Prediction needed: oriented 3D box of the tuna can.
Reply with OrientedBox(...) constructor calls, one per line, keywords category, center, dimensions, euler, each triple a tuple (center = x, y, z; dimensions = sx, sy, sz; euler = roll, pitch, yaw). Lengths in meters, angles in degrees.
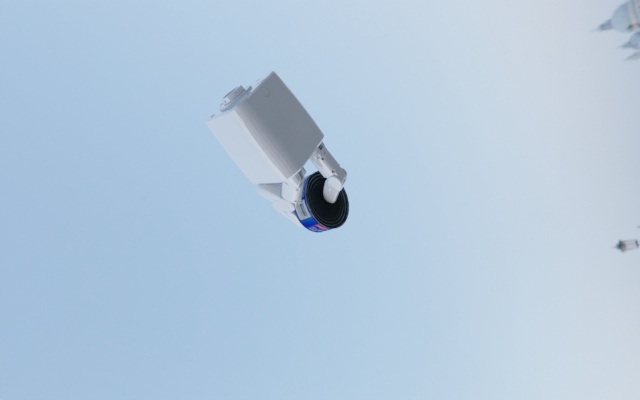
OrientedBox(category="tuna can", center=(0.000, 0.002, 0.684), dimensions=(0.086, 0.086, 0.034), euler=(0, -15, -46))
